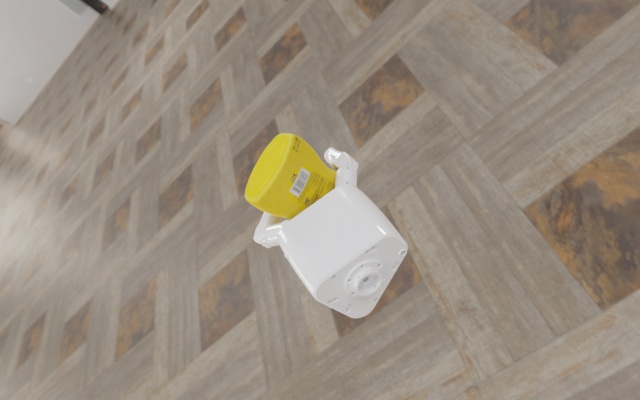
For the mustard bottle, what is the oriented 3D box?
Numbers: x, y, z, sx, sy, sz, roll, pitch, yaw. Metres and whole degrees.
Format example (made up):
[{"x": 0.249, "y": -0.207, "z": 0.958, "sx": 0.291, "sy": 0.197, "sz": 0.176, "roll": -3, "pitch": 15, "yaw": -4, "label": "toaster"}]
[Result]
[{"x": 0.000, "y": 0.002, "z": 0.613, "sx": 0.192, "sy": 0.096, "sz": 0.058, "roll": 35, "pitch": -14, "yaw": -37, "label": "mustard bottle"}]
